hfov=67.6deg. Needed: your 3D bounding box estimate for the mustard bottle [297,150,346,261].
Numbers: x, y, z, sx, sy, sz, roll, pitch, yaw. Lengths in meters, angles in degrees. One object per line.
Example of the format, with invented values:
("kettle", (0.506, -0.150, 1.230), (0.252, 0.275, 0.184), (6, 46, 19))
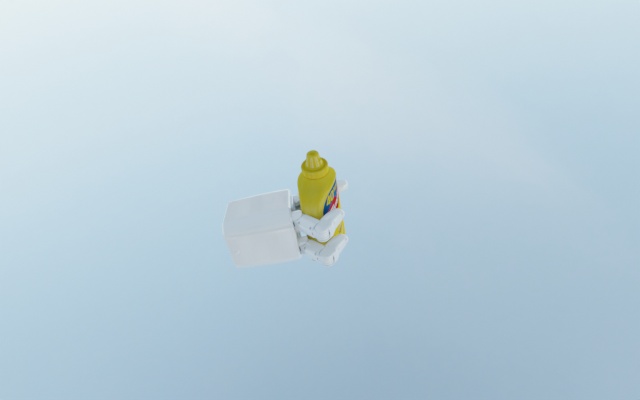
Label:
("mustard bottle", (0.000, 0.003, 0.754), (0.058, 0.192, 0.096), (6, 44, 18))
